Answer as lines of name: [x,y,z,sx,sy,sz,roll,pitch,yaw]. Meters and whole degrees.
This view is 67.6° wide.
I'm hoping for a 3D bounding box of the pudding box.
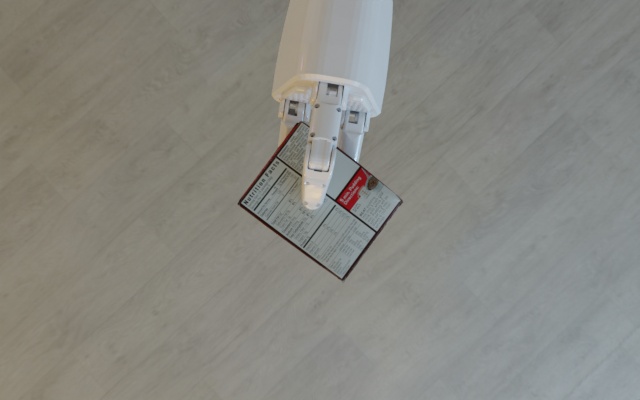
pudding box: [0.000,0.001,0.409,0.113,0.090,0.039,37,-3,0]
